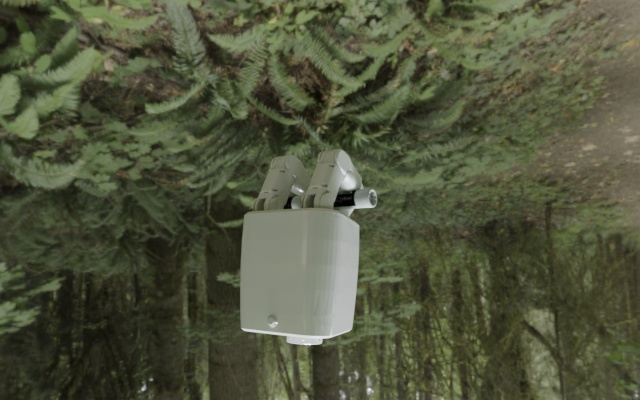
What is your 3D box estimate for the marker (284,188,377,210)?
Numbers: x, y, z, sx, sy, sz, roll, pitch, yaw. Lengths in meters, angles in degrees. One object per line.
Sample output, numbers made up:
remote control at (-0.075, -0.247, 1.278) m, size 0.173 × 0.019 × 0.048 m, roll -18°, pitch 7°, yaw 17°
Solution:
marker at (0.000, 0.002, 0.487) m, size 0.121 × 0.020 × 0.020 m, roll -5°, pitch -3°, yaw 34°
